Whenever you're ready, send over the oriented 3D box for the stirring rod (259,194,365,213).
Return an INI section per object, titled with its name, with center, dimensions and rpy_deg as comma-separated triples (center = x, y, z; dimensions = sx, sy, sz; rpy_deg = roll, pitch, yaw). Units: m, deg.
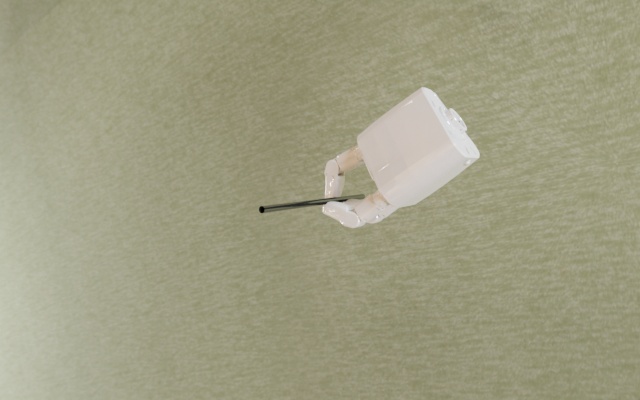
[stirring rod]
center = 0.000, 0.002, 0.615
dimensions = 0.011, 0.011, 0.239
rpy_deg = 0, 4, 32
